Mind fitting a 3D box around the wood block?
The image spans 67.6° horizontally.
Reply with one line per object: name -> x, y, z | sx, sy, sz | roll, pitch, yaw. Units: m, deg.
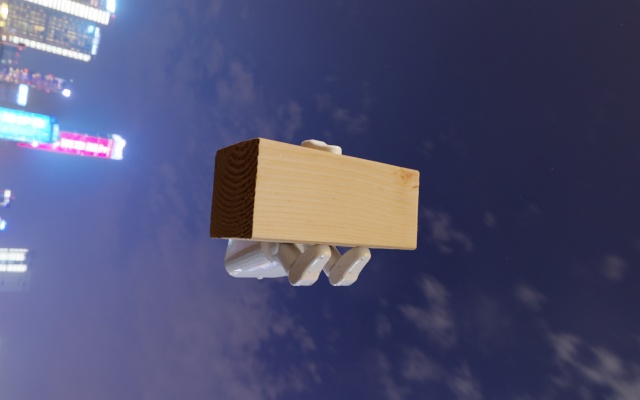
wood block -> 0.000, 0.001, 0.503 | 0.206, 0.091, 0.090 | 7, -7, -37
